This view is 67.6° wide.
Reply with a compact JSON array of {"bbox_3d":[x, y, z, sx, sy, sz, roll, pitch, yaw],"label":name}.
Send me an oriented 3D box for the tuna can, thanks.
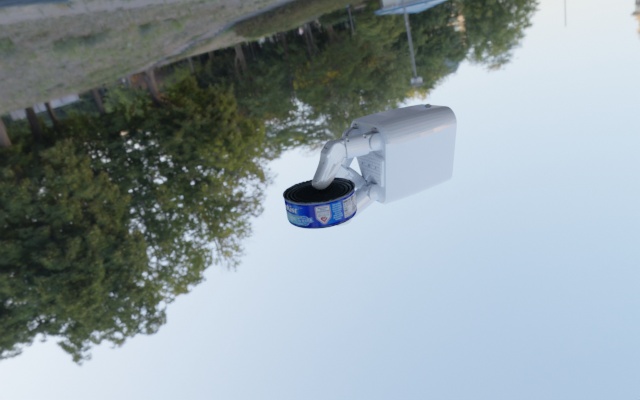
[{"bbox_3d":[0.000,0.002,0.565,0.086,0.034,0.086,-7,20,3],"label":"tuna can"}]
